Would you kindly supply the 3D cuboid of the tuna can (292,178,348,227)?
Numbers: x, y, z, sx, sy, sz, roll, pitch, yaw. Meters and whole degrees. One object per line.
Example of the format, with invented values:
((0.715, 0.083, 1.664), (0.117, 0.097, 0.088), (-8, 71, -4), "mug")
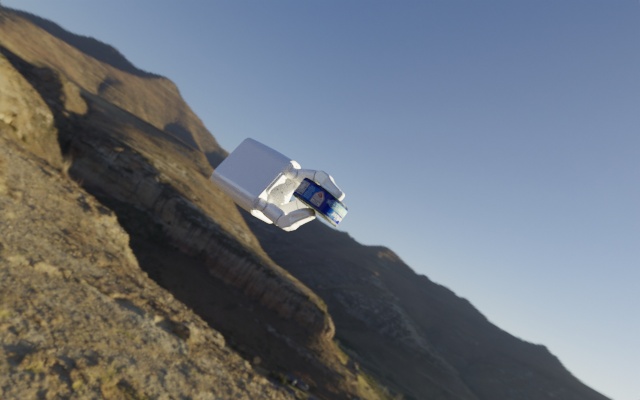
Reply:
((0.001, 0.002, 0.730), (0.086, 0.034, 0.086), (37, -4, 3), "tuna can")
